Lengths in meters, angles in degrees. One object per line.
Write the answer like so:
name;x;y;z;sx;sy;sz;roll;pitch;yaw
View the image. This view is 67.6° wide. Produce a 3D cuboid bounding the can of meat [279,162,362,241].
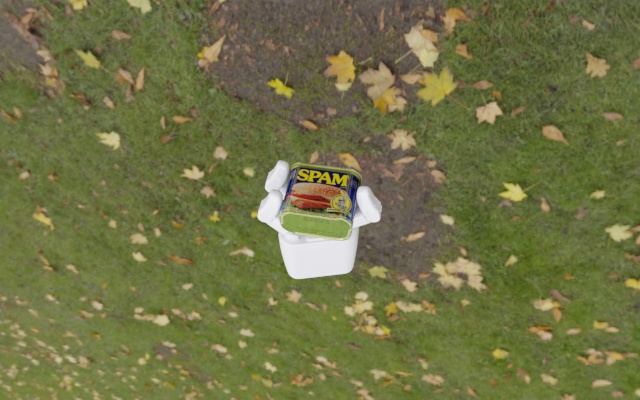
can of meat;0.000;0.002;0.643;0.102;0.084;0.057;8;-36;6
